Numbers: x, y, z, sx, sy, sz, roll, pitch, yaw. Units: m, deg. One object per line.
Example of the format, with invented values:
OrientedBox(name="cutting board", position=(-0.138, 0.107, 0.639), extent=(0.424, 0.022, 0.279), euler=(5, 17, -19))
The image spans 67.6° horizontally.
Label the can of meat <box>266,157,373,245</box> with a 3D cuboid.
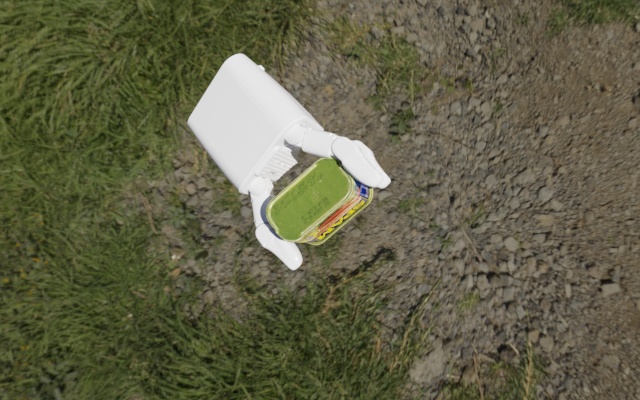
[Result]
OrientedBox(name="can of meat", position=(0.000, 0.002, 0.512), extent=(0.102, 0.057, 0.084), euler=(-41, -14, 10))
